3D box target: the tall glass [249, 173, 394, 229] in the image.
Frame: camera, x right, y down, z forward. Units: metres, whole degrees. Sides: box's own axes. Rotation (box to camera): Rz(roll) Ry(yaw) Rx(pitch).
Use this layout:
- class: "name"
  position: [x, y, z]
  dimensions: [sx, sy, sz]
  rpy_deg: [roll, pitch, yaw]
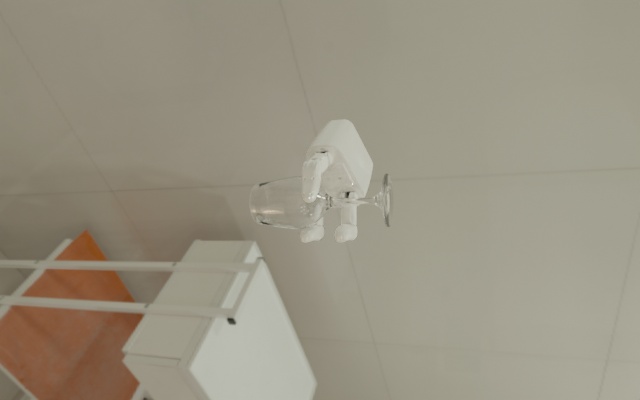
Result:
- class: "tall glass"
  position: [0.001, 0.002, 0.692]
  dimensions: [0.201, 0.079, 0.079]
  rpy_deg: [-2, -1, 19]
